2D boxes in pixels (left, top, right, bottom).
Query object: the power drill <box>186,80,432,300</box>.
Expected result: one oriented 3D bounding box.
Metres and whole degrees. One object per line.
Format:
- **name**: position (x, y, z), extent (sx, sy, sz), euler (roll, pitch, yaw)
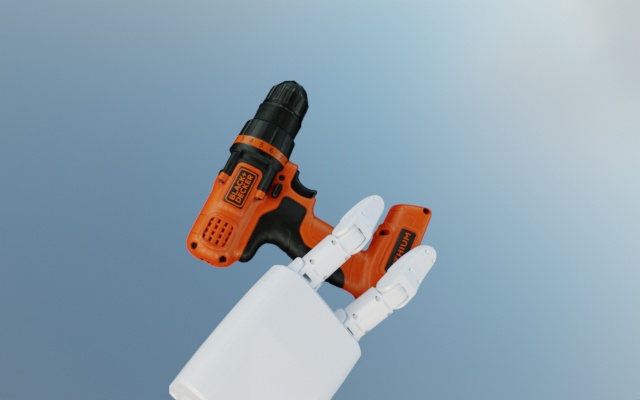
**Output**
- **power drill**: position (0.000, 0.002, 0.431), extent (0.187, 0.184, 0.057), euler (26, -14, -3)
